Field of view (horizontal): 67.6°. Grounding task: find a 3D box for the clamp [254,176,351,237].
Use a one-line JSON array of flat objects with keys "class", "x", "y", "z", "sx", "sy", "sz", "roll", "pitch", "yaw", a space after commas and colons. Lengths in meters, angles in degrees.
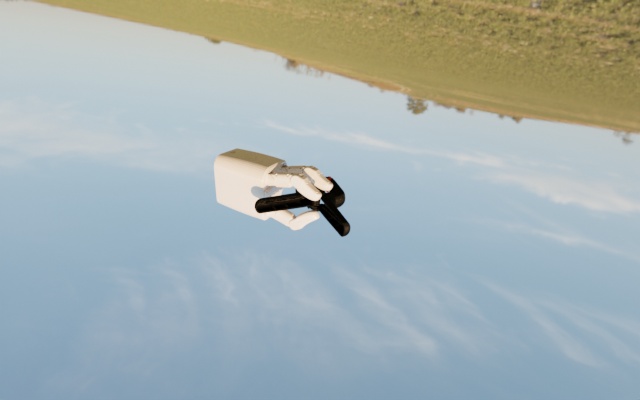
[{"class": "clamp", "x": 0.000, "y": 0.003, "z": 0.859, "sx": 0.164, "sy": 0.036, "sz": 0.210, "roll": 19, "pitch": 24, "yaw": 16}]
